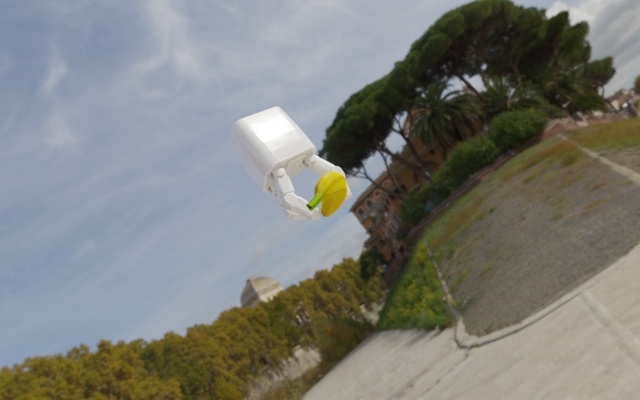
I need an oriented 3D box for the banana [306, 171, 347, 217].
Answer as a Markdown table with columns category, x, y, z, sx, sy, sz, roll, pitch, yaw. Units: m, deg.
| category | x | y | z | sx | sy | sz | roll | pitch | yaw |
| --- | --- | --- | --- | --- | --- | --- | --- | --- | --- |
| banana | 0.013 | -0.011 | 0.745 | 0.069 | 0.037 | 0.198 | -43 | -10 | 2 |
